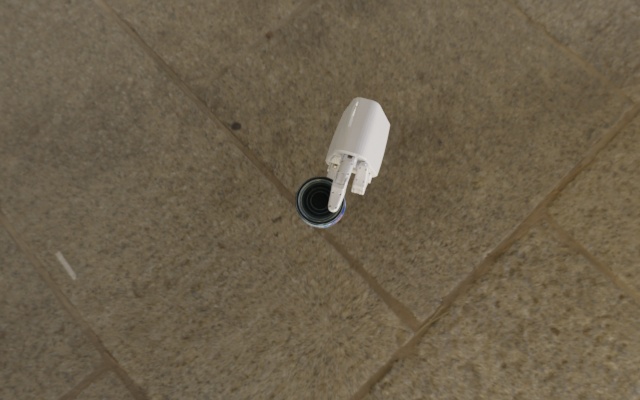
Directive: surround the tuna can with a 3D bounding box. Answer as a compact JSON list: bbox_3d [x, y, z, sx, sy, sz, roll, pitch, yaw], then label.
[{"bbox_3d":[0.000,0.003,0.811,0.086,0.086,0.034,0,-10,3],"label":"tuna can"}]
